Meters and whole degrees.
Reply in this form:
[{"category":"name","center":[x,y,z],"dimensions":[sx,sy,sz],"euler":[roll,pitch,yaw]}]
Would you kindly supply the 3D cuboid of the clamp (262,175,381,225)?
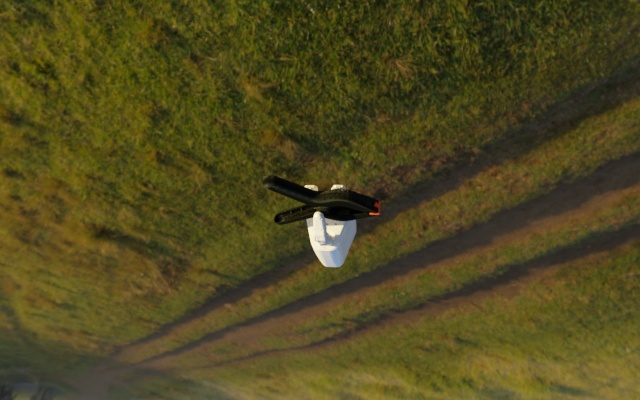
[{"category":"clamp","center":[0.001,0.004,0.852],"dimensions":[0.210,0.036,0.165],"euler":[0,-27,11]}]
